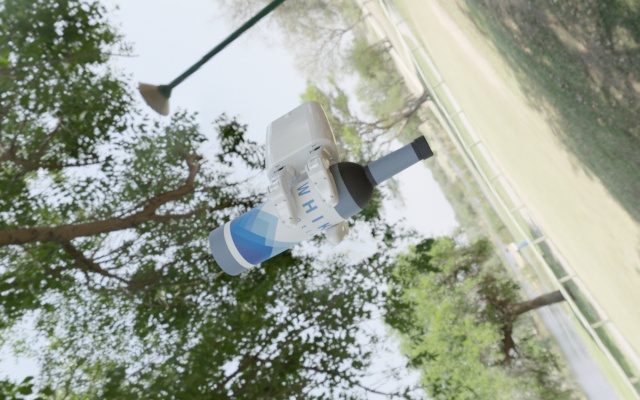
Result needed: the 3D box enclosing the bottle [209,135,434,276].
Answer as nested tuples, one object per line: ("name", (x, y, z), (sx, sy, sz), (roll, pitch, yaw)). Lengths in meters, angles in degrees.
("bottle", (0.000, 0.002, 0.592), (0.296, 0.069, 0.069), (-28, -8, 14))
